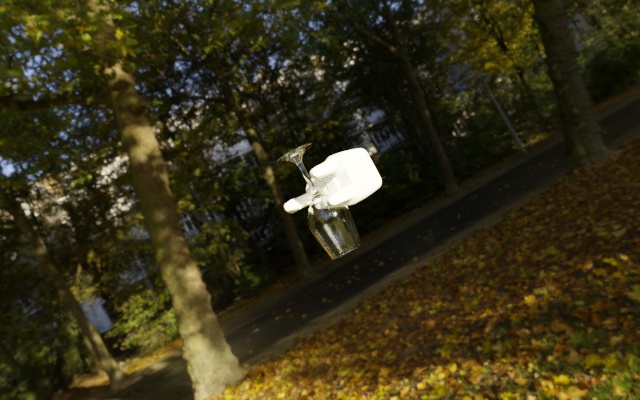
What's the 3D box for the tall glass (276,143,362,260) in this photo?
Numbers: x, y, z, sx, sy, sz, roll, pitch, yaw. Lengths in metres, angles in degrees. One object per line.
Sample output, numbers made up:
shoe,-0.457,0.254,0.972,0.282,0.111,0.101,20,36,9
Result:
tall glass,0.000,0.002,0.851,0.079,0.201,0.079,-28,-2,-1
